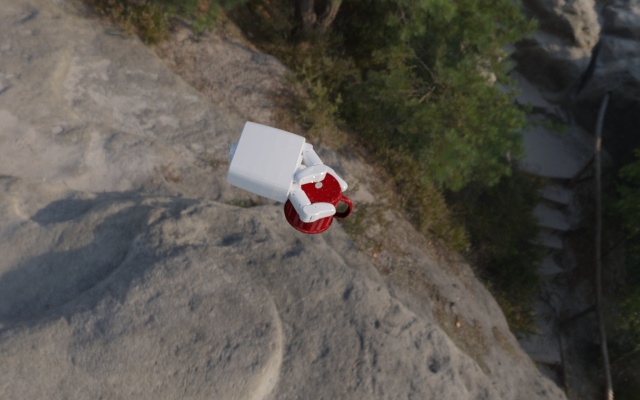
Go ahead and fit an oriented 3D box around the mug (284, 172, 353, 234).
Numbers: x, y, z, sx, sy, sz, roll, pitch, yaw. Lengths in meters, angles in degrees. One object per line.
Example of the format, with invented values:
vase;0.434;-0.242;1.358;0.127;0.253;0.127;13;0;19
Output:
mug;0.002;0.003;0.845;0.117;0.093;0.082;17;-40;-6
